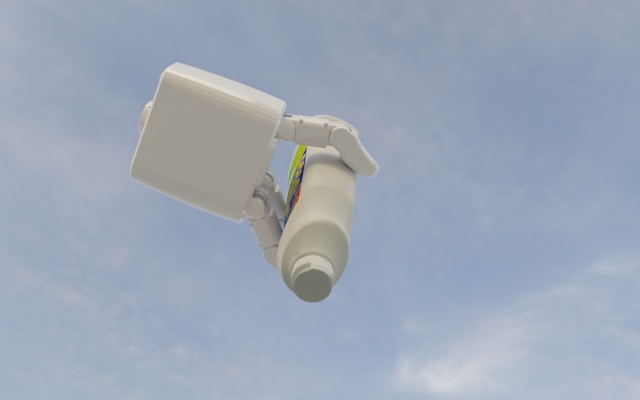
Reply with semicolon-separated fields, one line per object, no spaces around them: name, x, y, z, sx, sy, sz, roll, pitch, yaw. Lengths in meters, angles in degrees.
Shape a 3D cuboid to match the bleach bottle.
bleach bottle;0.000;0.002;0.446;0.068;0.103;0.250;20;23;-8
